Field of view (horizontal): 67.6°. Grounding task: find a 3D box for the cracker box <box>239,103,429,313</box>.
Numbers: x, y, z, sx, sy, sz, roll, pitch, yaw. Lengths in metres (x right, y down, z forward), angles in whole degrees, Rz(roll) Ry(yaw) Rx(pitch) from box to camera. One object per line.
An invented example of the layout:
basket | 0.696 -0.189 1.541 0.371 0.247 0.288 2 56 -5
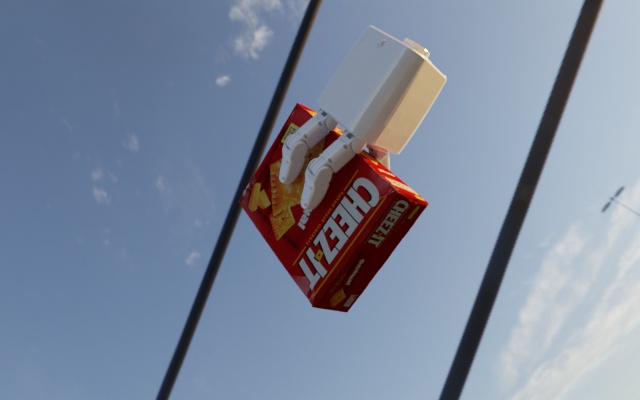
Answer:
cracker box | 0.000 0.002 0.588 0.072 0.164 0.213 18 22 -44
